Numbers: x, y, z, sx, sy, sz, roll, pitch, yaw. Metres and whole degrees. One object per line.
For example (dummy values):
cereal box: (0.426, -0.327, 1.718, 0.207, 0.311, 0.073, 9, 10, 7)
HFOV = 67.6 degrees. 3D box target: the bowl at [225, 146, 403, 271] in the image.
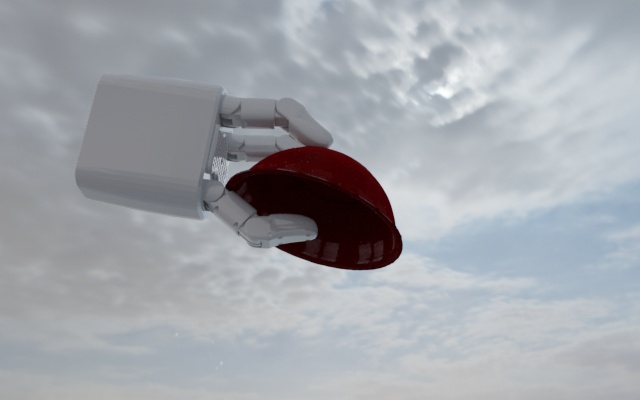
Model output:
bowl: (0.001, 0.002, 0.426, 0.162, 0.055, 0.162, 16, -29, 9)
